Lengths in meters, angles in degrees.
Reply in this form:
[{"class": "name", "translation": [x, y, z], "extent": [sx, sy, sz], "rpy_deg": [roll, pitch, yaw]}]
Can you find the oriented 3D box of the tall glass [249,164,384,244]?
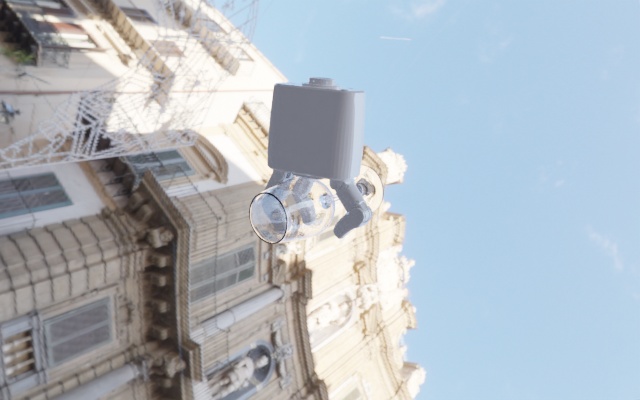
[{"class": "tall glass", "translation": [0.001, 0.002, 0.625], "extent": [0.079, 0.079, 0.201], "rpy_deg": [0, 11, 39]}]
